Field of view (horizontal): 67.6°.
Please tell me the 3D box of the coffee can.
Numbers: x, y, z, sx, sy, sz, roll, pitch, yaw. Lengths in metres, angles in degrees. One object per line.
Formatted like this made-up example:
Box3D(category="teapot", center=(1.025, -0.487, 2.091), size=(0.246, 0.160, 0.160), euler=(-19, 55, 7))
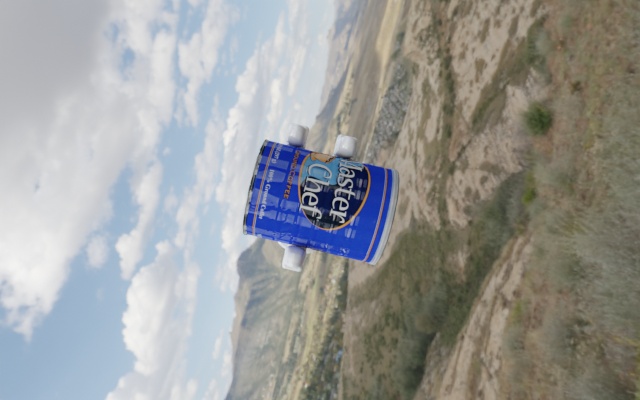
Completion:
Box3D(category="coffee can", center=(0.000, 0.002, 0.499), size=(0.140, 0.103, 0.103), euler=(13, 0, -2))
